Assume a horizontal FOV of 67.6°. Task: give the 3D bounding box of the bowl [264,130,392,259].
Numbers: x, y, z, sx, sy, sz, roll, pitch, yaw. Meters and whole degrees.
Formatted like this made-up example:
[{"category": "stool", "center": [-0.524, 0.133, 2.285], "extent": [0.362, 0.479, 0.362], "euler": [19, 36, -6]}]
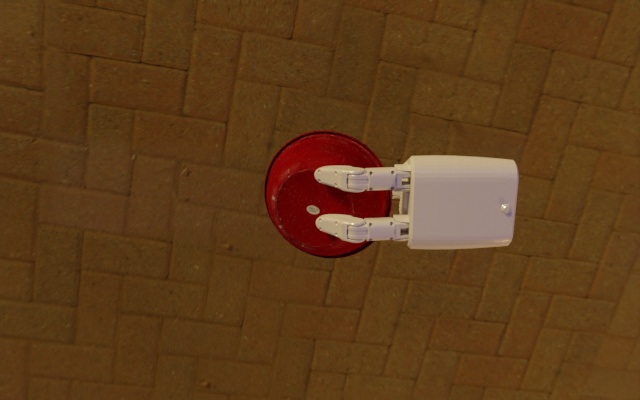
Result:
[{"category": "bowl", "center": [-0.001, 0.002, 0.559], "extent": [0.162, 0.162, 0.055], "euler": [0, 16, 16]}]
